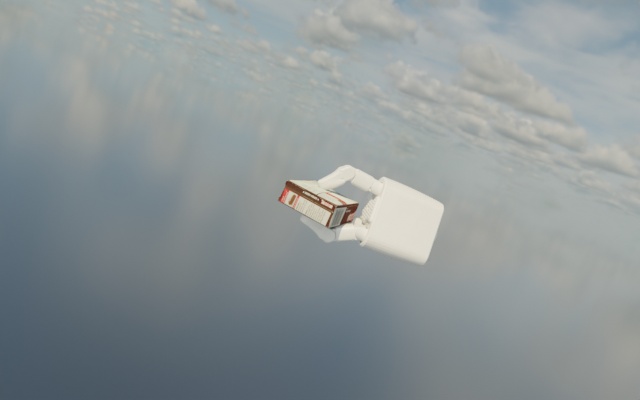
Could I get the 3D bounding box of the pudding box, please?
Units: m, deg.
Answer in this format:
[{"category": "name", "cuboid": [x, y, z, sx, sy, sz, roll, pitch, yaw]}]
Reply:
[{"category": "pudding box", "cuboid": [0.000, 0.002, 0.733, 0.090, 0.039, 0.113, 27, 10, 18]}]
